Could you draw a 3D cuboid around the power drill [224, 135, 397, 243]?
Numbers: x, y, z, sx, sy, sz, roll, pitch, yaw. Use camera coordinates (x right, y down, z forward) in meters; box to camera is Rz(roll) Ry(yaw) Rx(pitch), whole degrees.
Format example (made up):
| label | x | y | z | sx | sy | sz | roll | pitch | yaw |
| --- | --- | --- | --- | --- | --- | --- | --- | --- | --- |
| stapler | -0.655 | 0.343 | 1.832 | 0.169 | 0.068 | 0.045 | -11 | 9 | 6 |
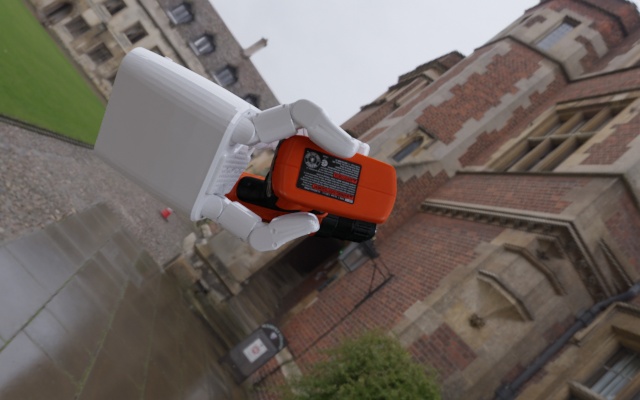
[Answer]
| label | x | y | z | sx | sy | sz | roll | pitch | yaw |
| --- | --- | --- | --- | --- | --- | --- | --- | --- | --- |
| power drill | 0.000 | 0.001 | 0.473 | 0.184 | 0.057 | 0.188 | 14 | -14 | -16 |
